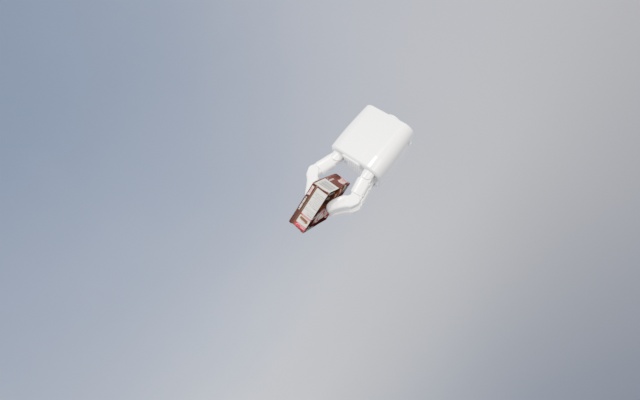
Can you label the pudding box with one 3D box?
[{"bbox_3d":[0.000,0.003,0.852,0.039,0.090,0.113,38,22,14],"label":"pudding box"}]
